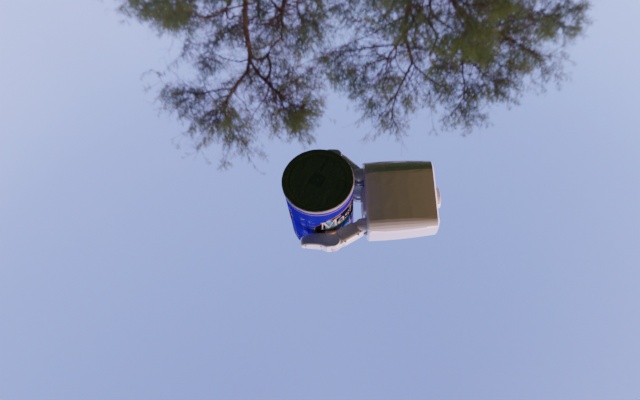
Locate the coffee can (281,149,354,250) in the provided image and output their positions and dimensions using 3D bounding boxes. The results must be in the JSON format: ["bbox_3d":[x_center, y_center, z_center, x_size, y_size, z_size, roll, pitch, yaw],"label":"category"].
[{"bbox_3d":[0.000,0.002,0.730,0.103,0.102,0.140,0,-27,4],"label":"coffee can"}]
